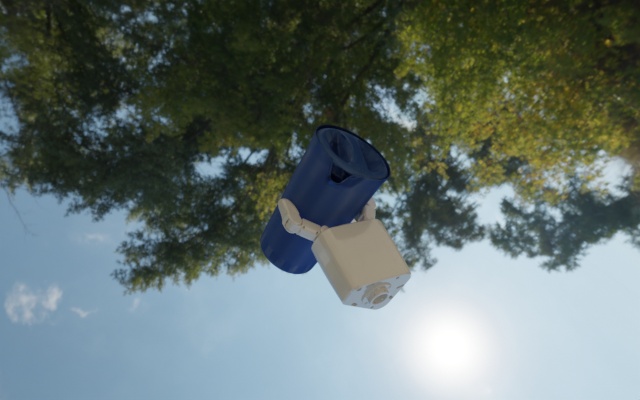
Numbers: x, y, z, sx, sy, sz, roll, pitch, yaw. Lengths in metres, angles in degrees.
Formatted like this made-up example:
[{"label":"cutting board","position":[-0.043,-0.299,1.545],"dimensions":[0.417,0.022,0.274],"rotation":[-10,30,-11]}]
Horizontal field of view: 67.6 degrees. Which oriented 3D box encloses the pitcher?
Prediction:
[{"label":"pitcher","position":[0.000,0.003,0.794],"dimensions":[0.149,0.243,0.145],"rotation":[6,41,-39]}]
